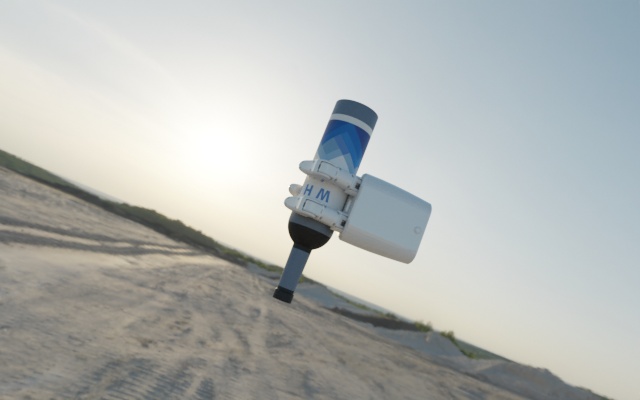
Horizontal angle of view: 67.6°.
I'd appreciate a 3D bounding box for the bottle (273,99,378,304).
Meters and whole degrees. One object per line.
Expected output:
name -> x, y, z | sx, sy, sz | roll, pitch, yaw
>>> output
bottle -> 0.000, 0.002, 0.679 | 0.069, 0.295, 0.069 | 21, -9, 4
